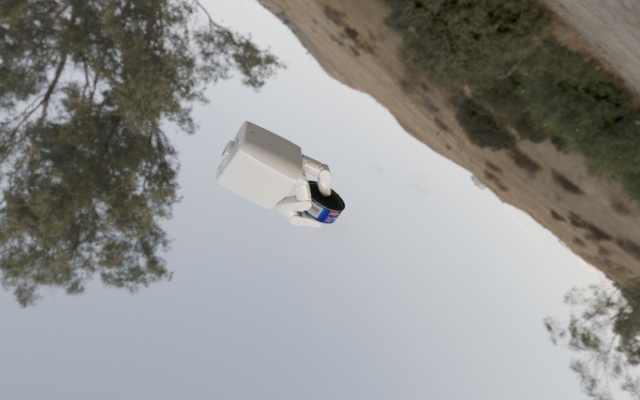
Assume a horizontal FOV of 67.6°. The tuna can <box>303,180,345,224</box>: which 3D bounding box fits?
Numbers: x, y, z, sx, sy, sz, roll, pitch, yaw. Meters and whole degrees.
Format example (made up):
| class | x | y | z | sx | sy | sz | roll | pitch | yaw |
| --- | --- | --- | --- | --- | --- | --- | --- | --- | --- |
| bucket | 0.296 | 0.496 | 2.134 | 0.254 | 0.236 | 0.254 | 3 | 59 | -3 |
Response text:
| class | x | y | z | sx | sy | sz | roll | pitch | yaw |
| --- | --- | --- | --- | --- | --- | --- | --- | --- | --- |
| tuna can | 0.000 | 0.003 | 0.863 | 0.086 | 0.034 | 0.086 | 27 | 25 | -14 |
